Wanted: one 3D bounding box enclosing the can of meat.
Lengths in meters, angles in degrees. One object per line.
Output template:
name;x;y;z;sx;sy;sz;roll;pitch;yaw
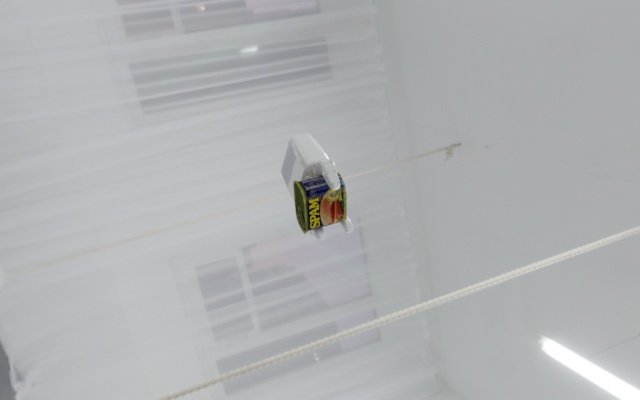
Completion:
can of meat;0.000;0.003;0.878;0.084;0.102;0.057;-15;40;-16
